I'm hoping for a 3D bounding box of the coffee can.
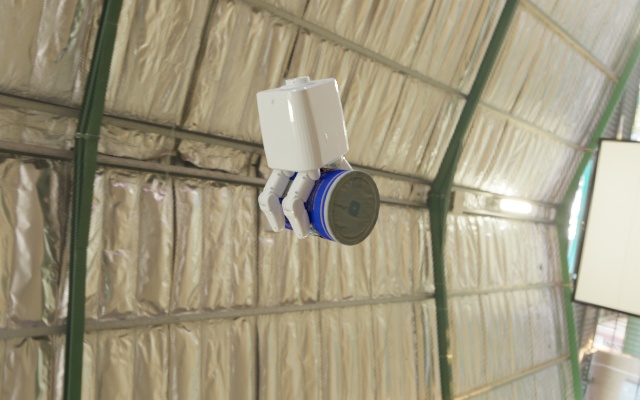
[{"bbox_3d":[0.000,0.002,0.691,0.103,0.103,0.140,0,7,-42],"label":"coffee can"}]
